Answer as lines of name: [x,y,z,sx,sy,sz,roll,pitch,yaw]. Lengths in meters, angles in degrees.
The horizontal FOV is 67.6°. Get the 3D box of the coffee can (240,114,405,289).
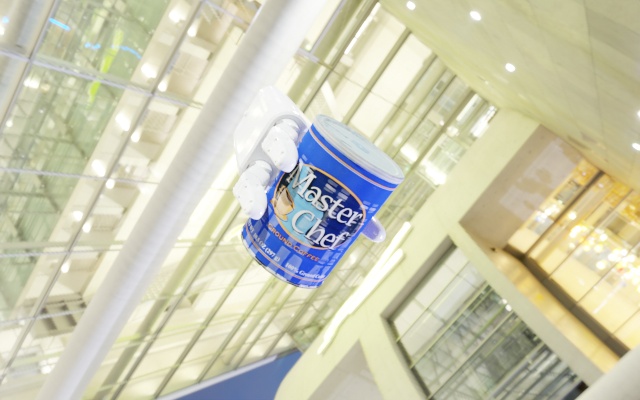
coffee can: [0.000,0.002,0.472,0.103,0.140,0.102,32,18,-12]
